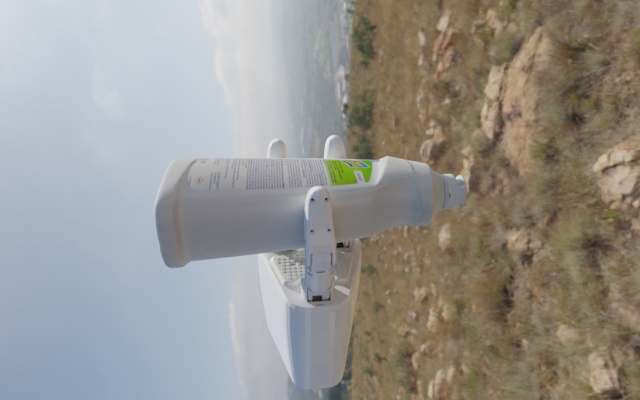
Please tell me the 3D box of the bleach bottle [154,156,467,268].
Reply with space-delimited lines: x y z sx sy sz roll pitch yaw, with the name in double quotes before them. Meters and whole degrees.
"bleach bottle" 0.000 0.001 0.403 0.251 0.068 0.102 -2 30 -5
